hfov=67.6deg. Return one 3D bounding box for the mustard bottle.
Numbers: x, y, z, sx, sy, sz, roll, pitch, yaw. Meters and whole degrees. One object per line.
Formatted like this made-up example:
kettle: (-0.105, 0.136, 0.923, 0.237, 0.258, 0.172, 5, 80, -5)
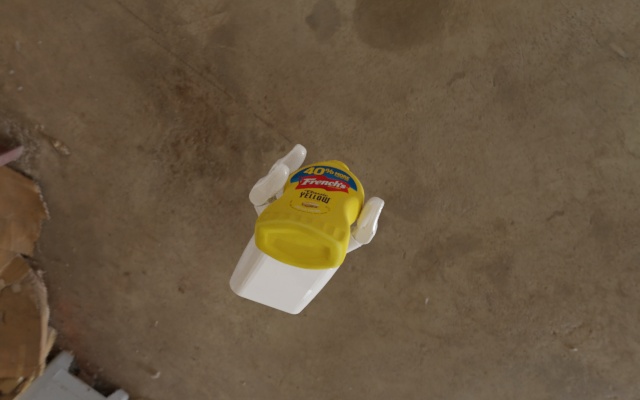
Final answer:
mustard bottle: (0.000, 0.002, 0.557, 0.096, 0.058, 0.191, 12, 31, 10)
